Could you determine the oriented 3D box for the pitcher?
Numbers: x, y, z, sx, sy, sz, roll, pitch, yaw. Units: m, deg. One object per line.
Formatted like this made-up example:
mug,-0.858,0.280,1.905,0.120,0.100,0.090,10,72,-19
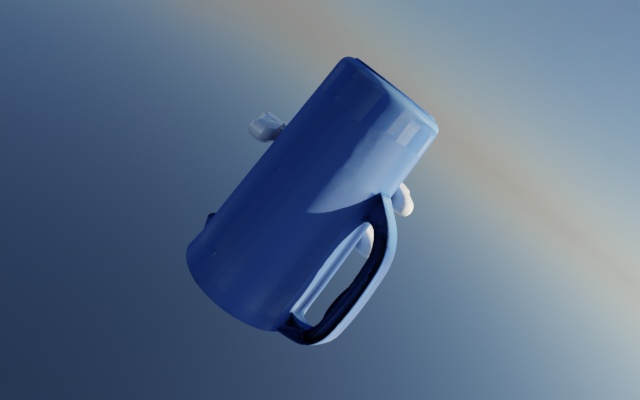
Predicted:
pitcher,0.000,0.001,0.443,0.149,0.243,0.145,35,15,-13
